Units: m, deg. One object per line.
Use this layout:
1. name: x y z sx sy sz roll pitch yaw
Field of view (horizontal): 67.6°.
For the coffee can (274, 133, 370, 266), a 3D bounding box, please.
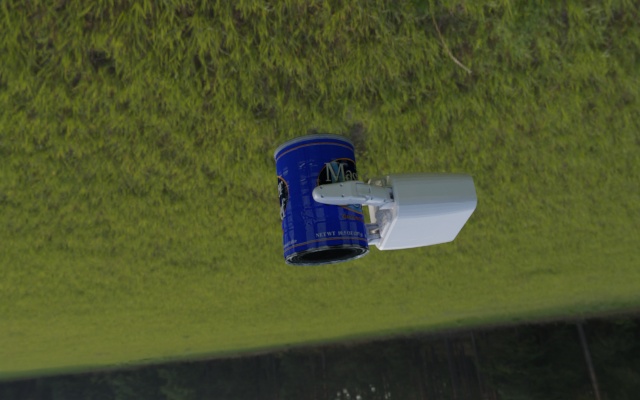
1. coffee can: 0.000 0.002 0.591 0.103 0.140 0.103 -6 -17 -2
